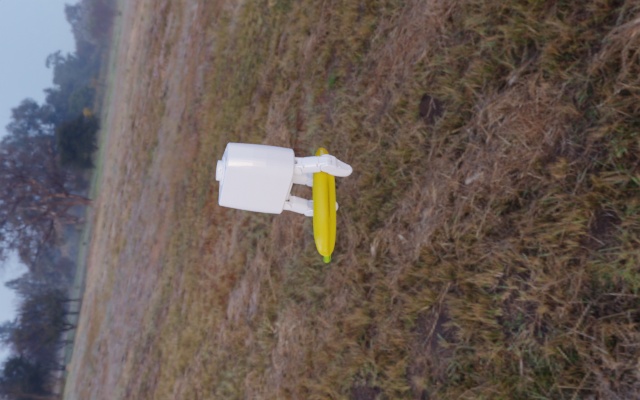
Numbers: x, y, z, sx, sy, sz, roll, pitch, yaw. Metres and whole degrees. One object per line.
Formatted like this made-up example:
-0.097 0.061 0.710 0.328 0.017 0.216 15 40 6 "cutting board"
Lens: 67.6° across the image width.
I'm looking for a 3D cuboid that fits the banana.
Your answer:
0.004 0.004 0.791 0.037 0.198 0.069 0 -6 -11 "banana"
